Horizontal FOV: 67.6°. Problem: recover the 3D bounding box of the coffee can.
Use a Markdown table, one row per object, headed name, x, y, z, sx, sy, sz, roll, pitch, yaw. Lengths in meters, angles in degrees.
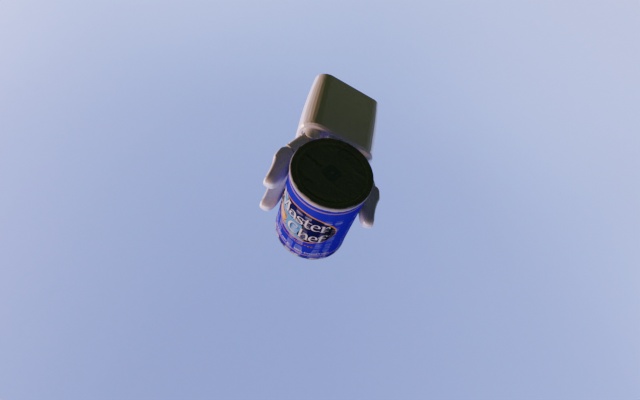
| name | x | y | z | sx | sy | sz | roll | pitch | yaw |
| --- | --- | --- | --- | --- | --- | --- | --- | --- | --- |
| coffee can | 0.000 | 0.002 | 0.622 | 0.103 | 0.102 | 0.140 | 0 | -31 | -14 |
